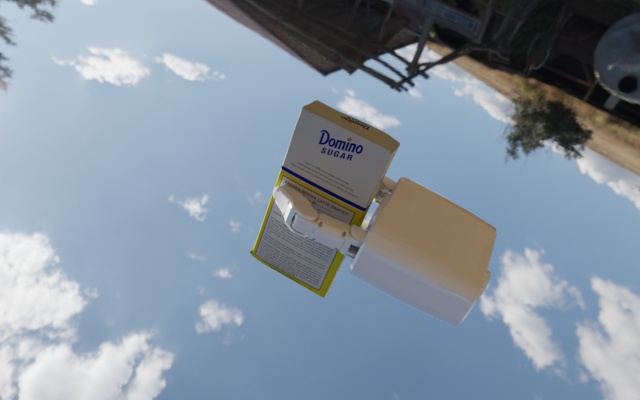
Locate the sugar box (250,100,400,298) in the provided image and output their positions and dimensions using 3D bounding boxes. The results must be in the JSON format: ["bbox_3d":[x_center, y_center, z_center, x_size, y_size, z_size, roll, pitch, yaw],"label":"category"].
[{"bbox_3d":[0.000,0.002,0.472,0.093,0.176,0.048,28,27,9],"label":"sugar box"}]
